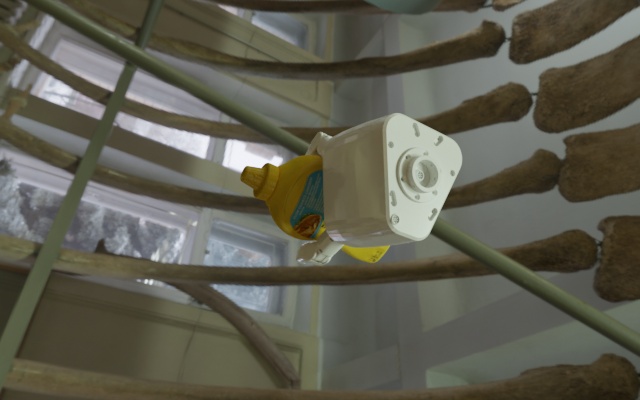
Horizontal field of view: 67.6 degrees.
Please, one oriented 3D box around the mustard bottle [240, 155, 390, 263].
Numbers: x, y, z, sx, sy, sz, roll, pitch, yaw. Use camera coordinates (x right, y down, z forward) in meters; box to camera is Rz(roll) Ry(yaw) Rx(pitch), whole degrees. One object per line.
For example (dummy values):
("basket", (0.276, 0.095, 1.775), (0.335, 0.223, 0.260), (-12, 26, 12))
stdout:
("mustard bottle", (0.000, 0.002, 0.546), (0.192, 0.096, 0.058), (20, 10, -24))
